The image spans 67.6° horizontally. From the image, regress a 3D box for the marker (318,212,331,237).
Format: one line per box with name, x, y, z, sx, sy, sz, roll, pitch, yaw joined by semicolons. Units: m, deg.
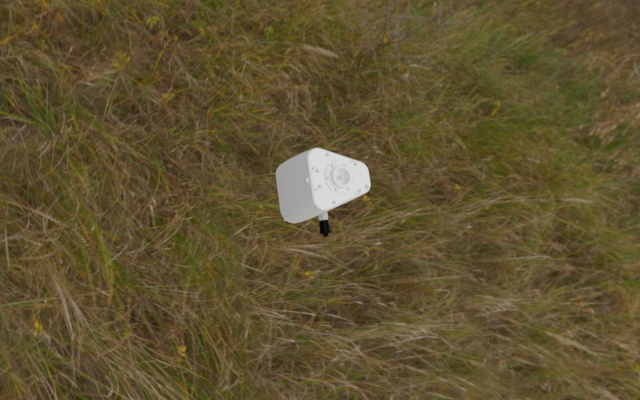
marker;0.000;0.003;0.827;0.020;0.121;0.020;-9;-7;-1
